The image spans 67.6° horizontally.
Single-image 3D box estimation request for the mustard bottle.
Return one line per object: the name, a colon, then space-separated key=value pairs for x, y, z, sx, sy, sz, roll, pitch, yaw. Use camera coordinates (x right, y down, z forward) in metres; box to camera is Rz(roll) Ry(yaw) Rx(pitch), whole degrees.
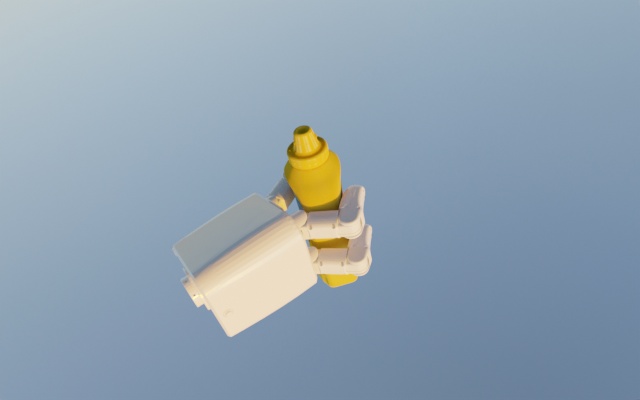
mustard bottle: x=0.000 y=0.002 z=0.518 sx=0.058 sy=0.192 sz=0.096 roll=-15 pitch=42 yaw=1
